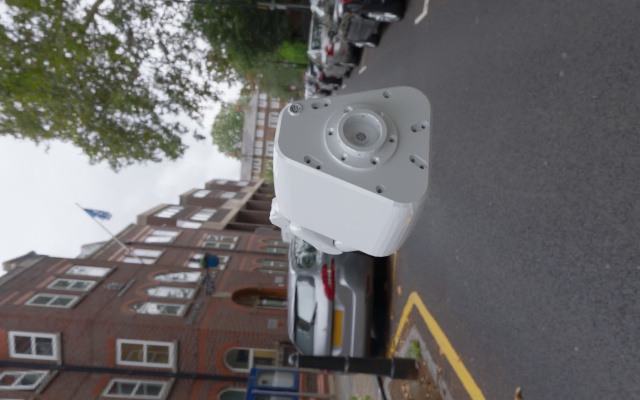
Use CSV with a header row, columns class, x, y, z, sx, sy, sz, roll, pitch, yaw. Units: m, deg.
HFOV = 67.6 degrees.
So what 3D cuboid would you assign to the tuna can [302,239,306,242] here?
class,x,y,z,sx,sy,sz,roll,pitch,yaw
tuna can,-0.001,0.002,0.497,0.034,0.086,0.086,3,0,2
